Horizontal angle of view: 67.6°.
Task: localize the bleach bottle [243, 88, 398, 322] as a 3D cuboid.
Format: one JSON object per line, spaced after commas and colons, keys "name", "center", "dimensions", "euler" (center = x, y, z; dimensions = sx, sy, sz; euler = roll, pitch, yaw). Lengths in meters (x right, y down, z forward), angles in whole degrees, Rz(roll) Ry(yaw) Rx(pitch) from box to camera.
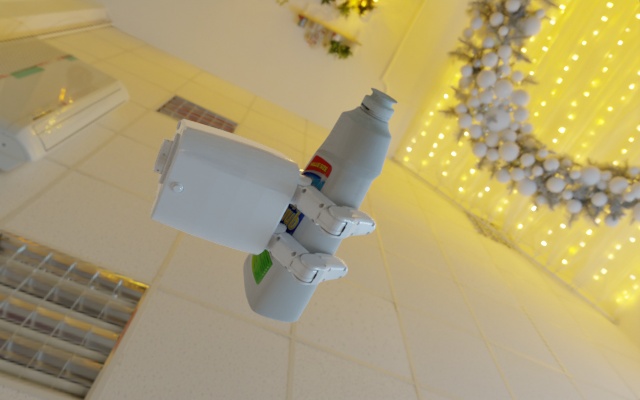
{"name": "bleach bottle", "center": [0.000, 0.002, 0.488], "dimensions": [0.068, 0.251, 0.102], "euler": [20, 24, -22]}
